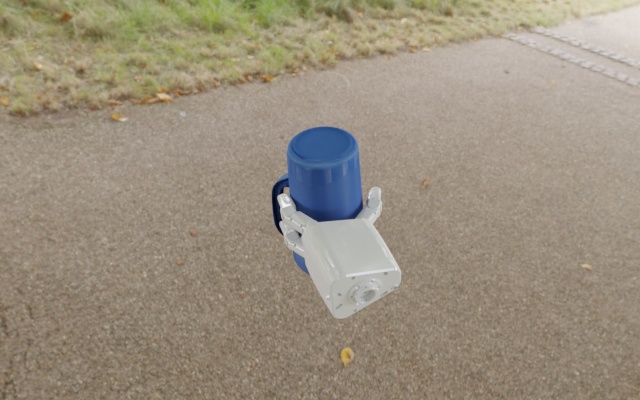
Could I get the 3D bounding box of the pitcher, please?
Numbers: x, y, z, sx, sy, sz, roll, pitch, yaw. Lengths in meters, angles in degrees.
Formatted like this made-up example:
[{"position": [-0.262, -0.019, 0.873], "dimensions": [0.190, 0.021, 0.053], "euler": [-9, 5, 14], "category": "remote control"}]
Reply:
[{"position": [0.000, 0.003, 0.789], "dimensions": [0.149, 0.243, 0.145], "euler": [-15, 42, -11], "category": "pitcher"}]
